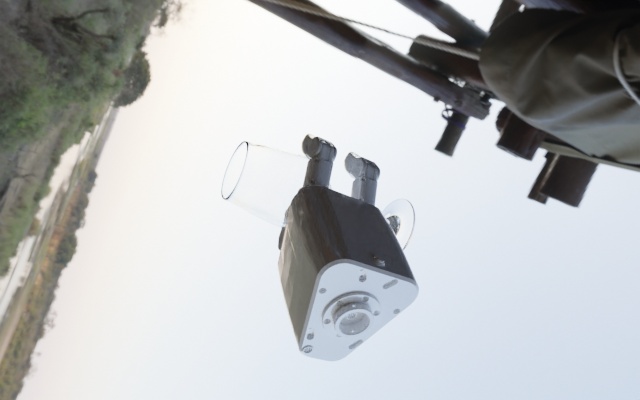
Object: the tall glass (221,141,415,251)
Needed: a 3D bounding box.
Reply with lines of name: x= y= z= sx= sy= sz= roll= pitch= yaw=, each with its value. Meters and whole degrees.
tall glass: x=0.001 y=0.002 z=0.508 sx=0.201 sy=0.079 sz=0.079 roll=20 pitch=-9 yaw=-25
